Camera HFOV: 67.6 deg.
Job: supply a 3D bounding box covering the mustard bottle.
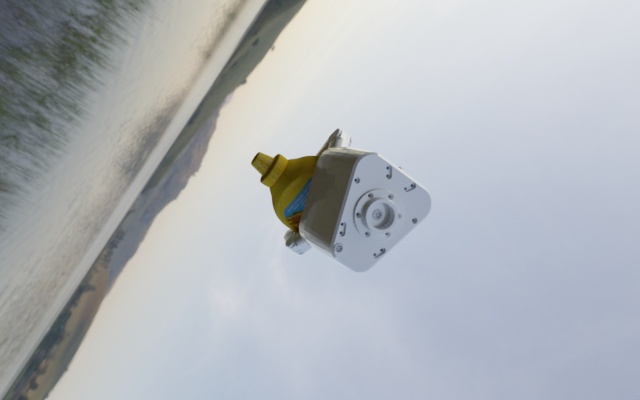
[{"bbox_3d":[0.000,0.002,0.578,0.192,0.096,0.058,34,21,-18],"label":"mustard bottle"}]
